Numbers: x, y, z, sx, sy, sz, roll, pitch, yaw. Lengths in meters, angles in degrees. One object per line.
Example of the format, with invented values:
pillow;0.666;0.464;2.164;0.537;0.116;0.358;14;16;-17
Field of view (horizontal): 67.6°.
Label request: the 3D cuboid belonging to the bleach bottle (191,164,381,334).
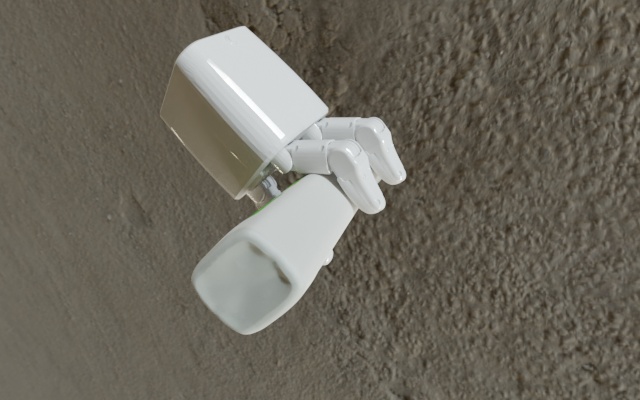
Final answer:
bleach bottle;0.000;0.001;0.423;0.103;0.068;0.250;-42;4;39
